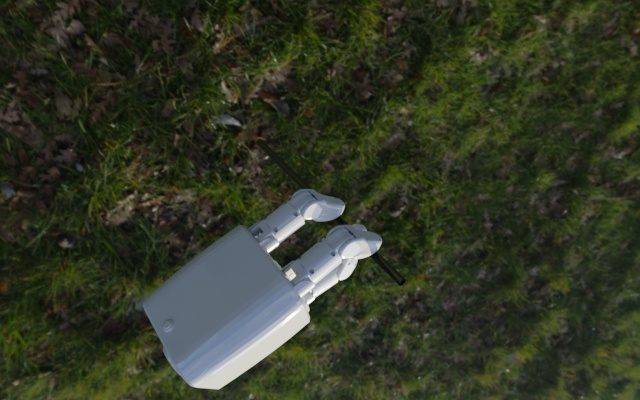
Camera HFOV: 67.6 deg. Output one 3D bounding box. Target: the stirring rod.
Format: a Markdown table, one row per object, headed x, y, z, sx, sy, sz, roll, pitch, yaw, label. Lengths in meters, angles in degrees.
| x | y | z | sx | sy | sz | roll | pitch | yaw | label |
| --- | --- | --- | --- | --- | --- | --- | --- | --- | --- |
| 0.000 | 0.002 | 0.479 | 0.011 | 0.011 | 0.239 | 0 | 35 | -46 | stirring rod |
